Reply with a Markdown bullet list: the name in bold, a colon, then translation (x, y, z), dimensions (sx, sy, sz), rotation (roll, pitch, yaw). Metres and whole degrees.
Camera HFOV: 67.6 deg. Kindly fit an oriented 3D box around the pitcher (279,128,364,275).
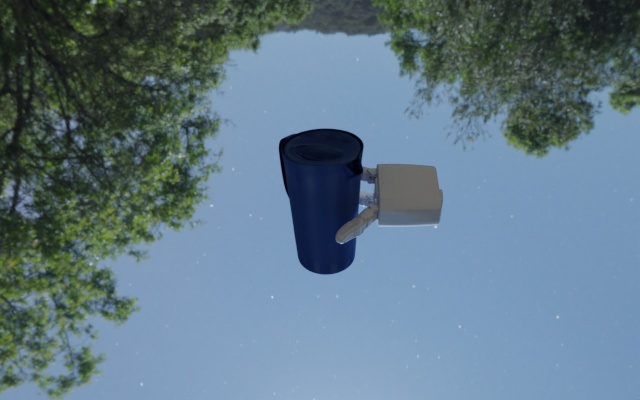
- **pitcher**: translation (0.000, 0.003, 0.836), dimensions (0.145, 0.243, 0.149), rotation (-1, 34, 1)
